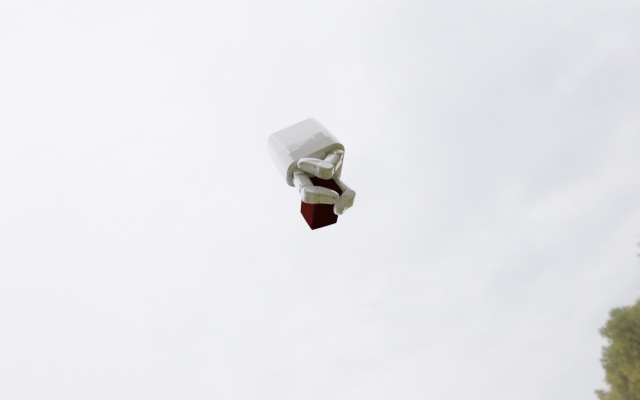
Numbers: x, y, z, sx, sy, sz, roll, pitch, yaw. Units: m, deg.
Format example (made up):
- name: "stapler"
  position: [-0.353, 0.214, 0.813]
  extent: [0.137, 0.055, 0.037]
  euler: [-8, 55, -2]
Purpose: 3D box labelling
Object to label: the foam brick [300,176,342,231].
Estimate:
- name: "foam brick"
  position: [0.000, 0.003, 0.835]
  extent: [0.053, 0.078, 0.051]
  euler: [-13, 42, -25]
